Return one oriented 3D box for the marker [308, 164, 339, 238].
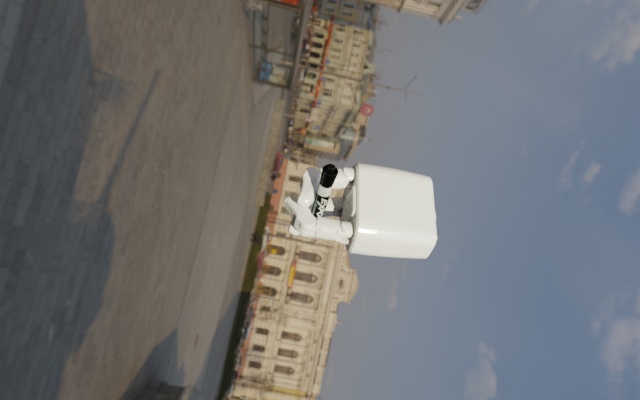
[{"bbox_3d":[0.000,0.002,0.581,0.020,0.020,0.121,0,-42,-16],"label":"marker"}]
